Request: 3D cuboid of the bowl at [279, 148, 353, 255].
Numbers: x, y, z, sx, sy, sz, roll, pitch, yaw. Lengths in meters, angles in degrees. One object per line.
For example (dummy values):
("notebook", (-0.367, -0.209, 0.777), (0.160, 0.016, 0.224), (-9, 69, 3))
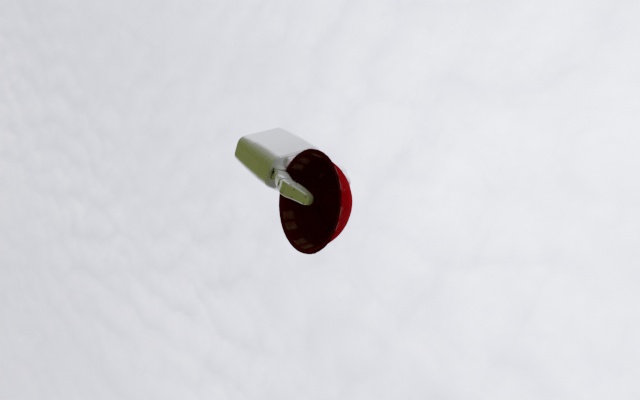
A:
("bowl", (0.001, 0.003, 0.743), (0.055, 0.162, 0.162), (3, -2, -37))
